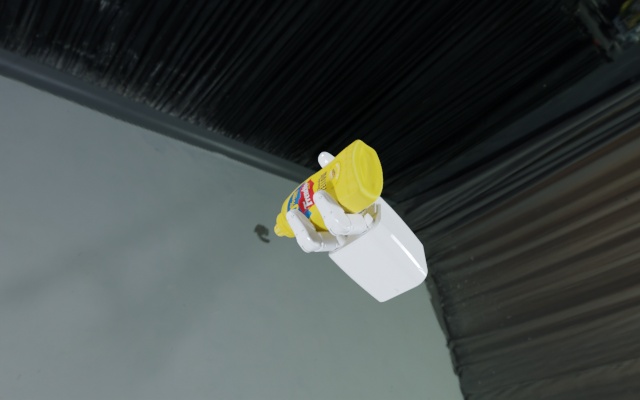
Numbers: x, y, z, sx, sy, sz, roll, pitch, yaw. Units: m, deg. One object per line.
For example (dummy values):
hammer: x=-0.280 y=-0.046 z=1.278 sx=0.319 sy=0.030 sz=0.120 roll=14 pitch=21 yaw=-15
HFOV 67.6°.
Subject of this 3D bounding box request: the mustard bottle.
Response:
mustard bottle: x=0.000 y=0.002 z=0.669 sx=0.058 sy=0.096 sz=0.192 roll=29 pitch=-47 yaw=-30
